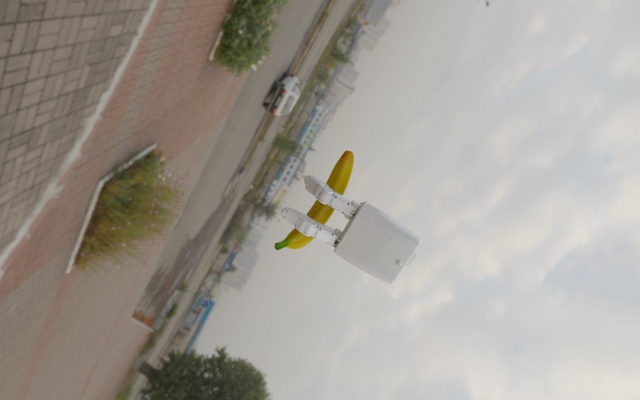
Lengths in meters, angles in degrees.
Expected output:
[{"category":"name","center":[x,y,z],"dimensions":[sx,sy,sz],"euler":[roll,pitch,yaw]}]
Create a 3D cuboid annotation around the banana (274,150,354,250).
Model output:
[{"category":"banana","center":[0.002,0.009,0.786],"dimensions":[0.037,0.198,0.070],"euler":[34,-3,16]}]
